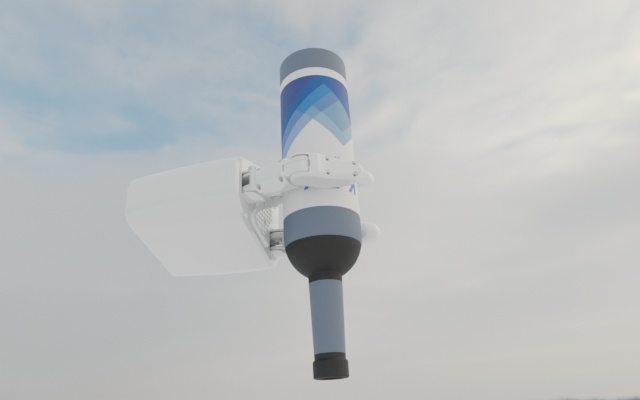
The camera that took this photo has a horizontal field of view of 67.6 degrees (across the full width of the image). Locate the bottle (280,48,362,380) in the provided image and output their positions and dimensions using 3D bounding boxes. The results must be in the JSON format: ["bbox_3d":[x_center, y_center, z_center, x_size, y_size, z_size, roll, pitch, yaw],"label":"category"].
[{"bbox_3d":[0.000,0.001,0.422,0.069,0.295,0.069,-3,-25,-1],"label":"bottle"}]
